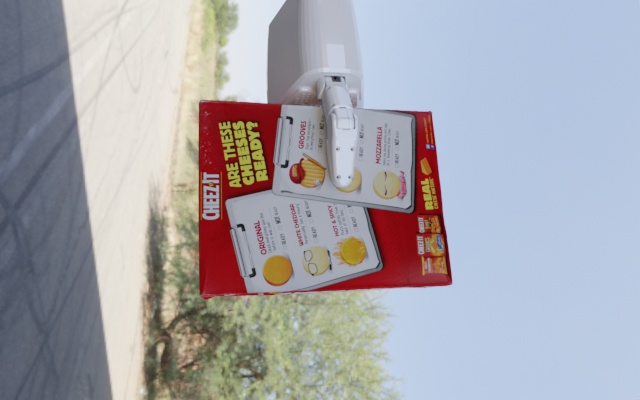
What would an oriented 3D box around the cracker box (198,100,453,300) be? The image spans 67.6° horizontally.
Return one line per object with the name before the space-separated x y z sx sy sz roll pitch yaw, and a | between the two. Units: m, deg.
cracker box | 0.000 0.001 0.433 0.214 0.164 0.072 0 -14 -13
